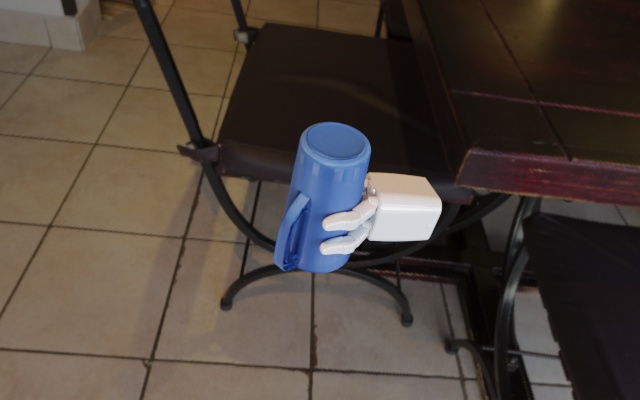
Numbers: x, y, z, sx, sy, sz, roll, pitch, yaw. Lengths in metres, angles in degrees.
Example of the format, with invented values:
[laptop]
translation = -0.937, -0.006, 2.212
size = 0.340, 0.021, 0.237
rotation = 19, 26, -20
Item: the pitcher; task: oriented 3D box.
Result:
[pitcher]
translation = 0.000, 0.003, 0.779
size = 0.145, 0.243, 0.149
rotation = 2, 44, -9
